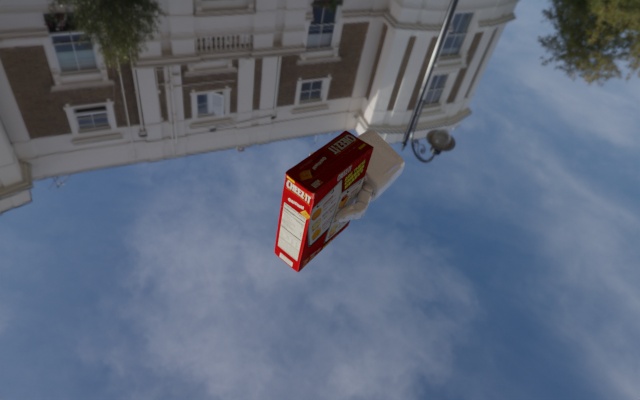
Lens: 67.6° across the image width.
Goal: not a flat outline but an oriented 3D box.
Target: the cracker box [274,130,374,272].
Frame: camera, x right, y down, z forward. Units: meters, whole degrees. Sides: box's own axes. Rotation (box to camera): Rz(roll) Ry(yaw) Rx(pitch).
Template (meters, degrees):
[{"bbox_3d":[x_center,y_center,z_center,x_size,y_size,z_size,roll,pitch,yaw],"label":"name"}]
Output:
[{"bbox_3d":[0.000,0.003,0.850,0.072,0.214,0.164,35,50,20],"label":"cracker box"}]
